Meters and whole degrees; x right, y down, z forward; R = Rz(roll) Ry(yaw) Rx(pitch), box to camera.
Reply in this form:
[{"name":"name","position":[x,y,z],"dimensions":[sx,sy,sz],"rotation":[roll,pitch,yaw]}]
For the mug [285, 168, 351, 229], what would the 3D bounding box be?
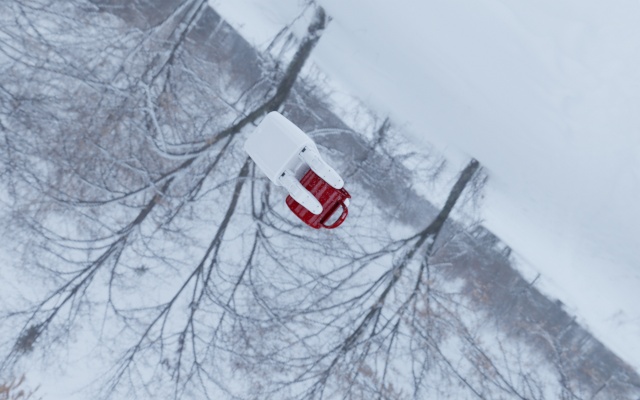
[{"name":"mug","position":[0.001,0.004,0.826],"dimensions":[0.117,0.081,0.093],"rotation":[46,11,30]}]
